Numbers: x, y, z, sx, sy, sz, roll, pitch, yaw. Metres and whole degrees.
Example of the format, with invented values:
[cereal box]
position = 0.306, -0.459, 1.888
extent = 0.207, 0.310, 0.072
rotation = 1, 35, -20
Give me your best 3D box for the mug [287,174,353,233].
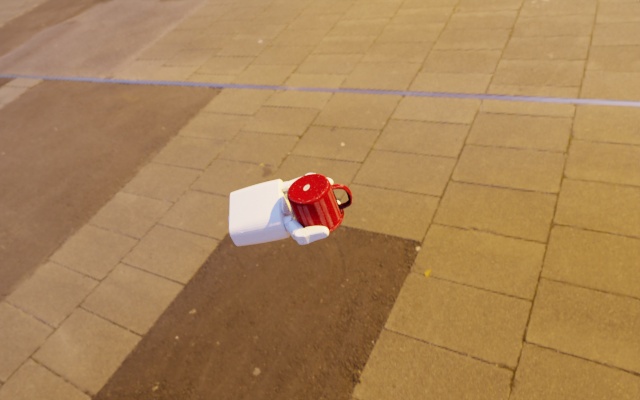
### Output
[mug]
position = 0.001, 0.002, 0.868
extent = 0.117, 0.082, 0.093
rotation = -14, 40, 9
